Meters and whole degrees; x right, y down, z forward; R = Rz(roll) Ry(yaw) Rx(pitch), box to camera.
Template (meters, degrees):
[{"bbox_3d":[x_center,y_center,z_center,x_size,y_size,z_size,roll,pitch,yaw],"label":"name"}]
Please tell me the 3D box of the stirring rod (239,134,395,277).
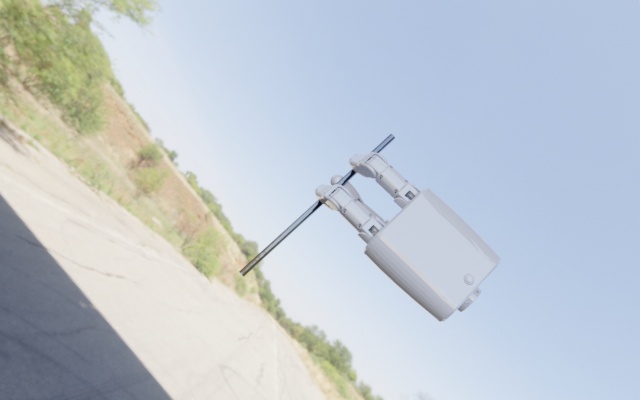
[{"bbox_3d":[0.000,0.002,0.548,0.239,0.011,0.011,-42,11,-13],"label":"stirring rod"}]
